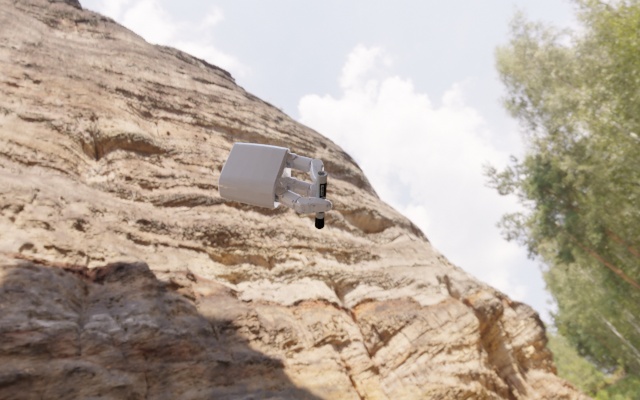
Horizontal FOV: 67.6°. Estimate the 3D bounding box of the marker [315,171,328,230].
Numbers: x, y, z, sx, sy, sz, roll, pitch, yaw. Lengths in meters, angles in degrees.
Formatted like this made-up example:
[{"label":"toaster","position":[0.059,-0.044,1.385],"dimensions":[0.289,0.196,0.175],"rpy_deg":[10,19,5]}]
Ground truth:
[{"label":"marker","position":[0.000,0.003,0.840],"dimensions":[0.020,0.121,0.020],"rpy_deg":[2,37,-1]}]
